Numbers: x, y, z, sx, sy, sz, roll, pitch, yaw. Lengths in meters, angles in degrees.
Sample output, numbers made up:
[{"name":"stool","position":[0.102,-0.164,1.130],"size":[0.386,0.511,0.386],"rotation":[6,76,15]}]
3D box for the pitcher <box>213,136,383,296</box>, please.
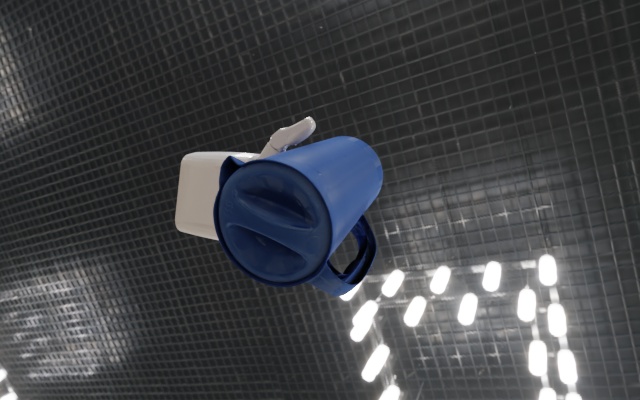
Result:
[{"name":"pitcher","position":[0.000,0.002,0.570],"size":[0.145,0.149,0.242],"rotation":[4,17,22]}]
